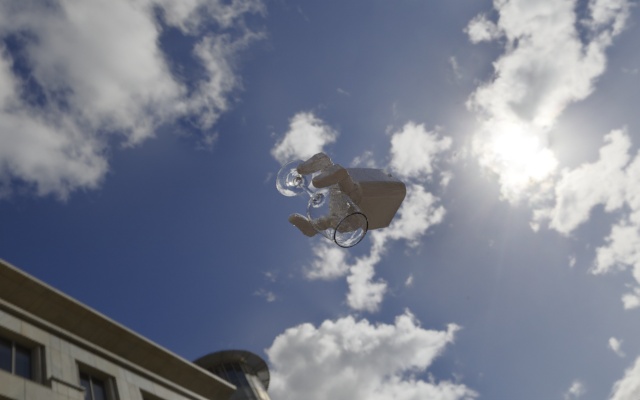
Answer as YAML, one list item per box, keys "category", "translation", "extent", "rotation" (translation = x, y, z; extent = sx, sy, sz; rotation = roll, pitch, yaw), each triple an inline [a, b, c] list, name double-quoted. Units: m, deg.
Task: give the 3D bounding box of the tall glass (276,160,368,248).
- category: "tall glass"
  translation: [0.000, 0.002, 0.804]
  extent: [0.079, 0.079, 0.201]
  rotation: [0, 26, -32]
